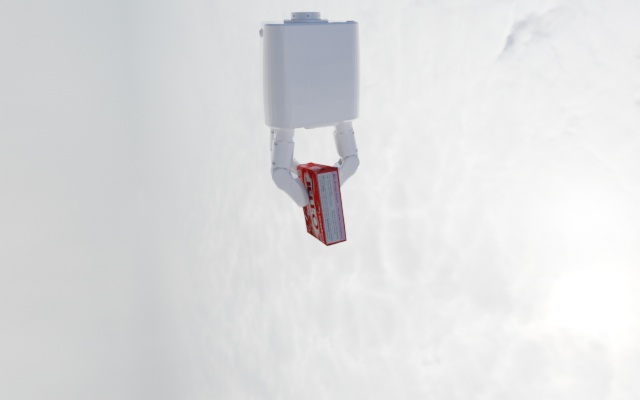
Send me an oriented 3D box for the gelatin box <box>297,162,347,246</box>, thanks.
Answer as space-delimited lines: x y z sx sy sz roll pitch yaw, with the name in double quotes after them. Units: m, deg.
0.001 0.002 0.565 0.030 0.089 0.073 -12 12 -17 "gelatin box"
